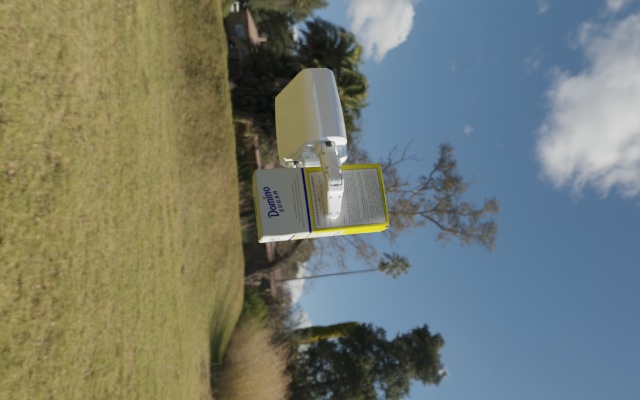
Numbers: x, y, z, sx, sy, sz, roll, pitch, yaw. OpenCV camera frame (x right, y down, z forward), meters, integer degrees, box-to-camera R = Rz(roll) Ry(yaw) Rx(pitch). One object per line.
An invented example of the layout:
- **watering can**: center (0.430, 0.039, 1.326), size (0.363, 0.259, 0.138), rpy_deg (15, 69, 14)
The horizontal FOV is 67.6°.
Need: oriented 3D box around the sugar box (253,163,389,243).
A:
- **sugar box**: center (0.000, 0.002, 0.647), size (0.176, 0.093, 0.048), rpy_deg (-4, -13, -14)
